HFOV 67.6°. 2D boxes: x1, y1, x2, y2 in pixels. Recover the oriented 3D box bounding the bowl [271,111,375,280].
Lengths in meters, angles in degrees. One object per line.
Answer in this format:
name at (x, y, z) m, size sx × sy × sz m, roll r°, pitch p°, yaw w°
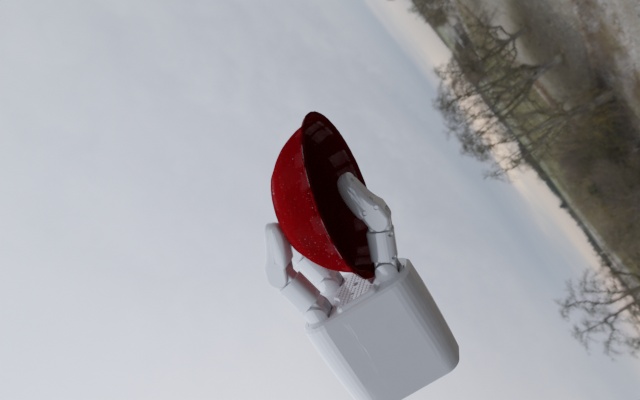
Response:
bowl at (-0.001, 0.000, 0.448) m, size 0.055 × 0.162 × 0.162 m, roll -19°, pitch -7°, yaw 20°
